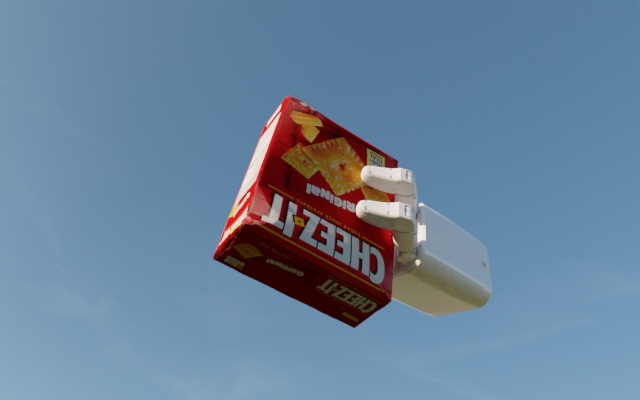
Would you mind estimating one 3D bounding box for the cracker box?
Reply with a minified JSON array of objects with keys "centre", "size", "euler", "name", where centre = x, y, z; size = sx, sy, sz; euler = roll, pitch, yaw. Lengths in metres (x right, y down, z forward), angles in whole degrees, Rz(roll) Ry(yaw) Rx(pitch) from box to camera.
[{"centre":[0.000,0.002,0.515],"size":[0.164,0.213,0.072],"euler":[29,-49,-16],"name":"cracker box"}]
